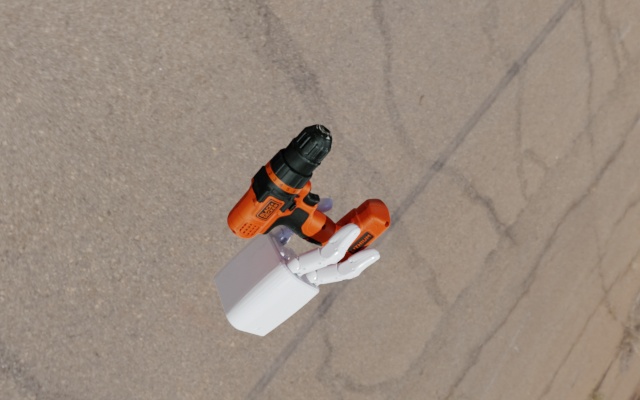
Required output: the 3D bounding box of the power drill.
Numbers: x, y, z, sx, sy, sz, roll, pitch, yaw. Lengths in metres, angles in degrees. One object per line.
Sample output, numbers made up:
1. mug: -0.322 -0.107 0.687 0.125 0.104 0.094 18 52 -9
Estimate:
1. power drill: 0.000 0.002 0.617 0.188 0.057 0.184 26 -56 -32
